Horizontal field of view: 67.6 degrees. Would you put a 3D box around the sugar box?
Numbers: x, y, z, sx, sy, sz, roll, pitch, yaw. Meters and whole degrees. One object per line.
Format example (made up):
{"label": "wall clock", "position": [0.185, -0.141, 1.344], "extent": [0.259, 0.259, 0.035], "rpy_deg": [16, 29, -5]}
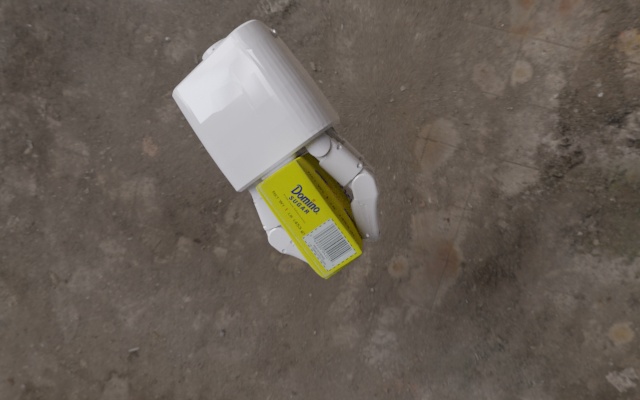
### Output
{"label": "sugar box", "position": [0.000, 0.001, 0.452], "extent": [0.048, 0.093, 0.176], "rpy_deg": [-34, 5, 12]}
